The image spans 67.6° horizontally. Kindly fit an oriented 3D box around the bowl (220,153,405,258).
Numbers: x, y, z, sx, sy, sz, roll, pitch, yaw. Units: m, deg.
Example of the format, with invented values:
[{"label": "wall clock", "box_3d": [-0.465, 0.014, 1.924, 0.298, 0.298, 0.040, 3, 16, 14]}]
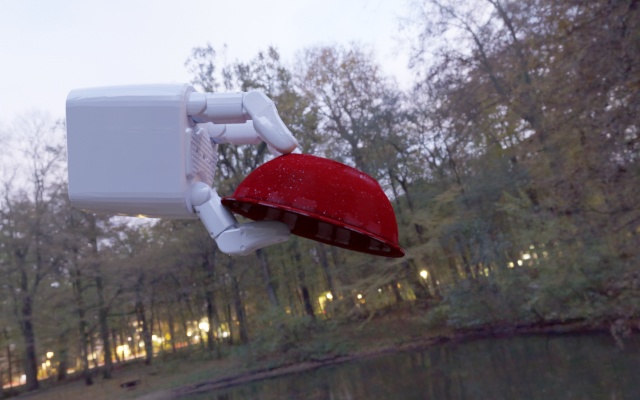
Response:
[{"label": "bowl", "box_3d": [0.001, 0.001, 0.411, 0.162, 0.055, 0.162, 16, -10, 3]}]
